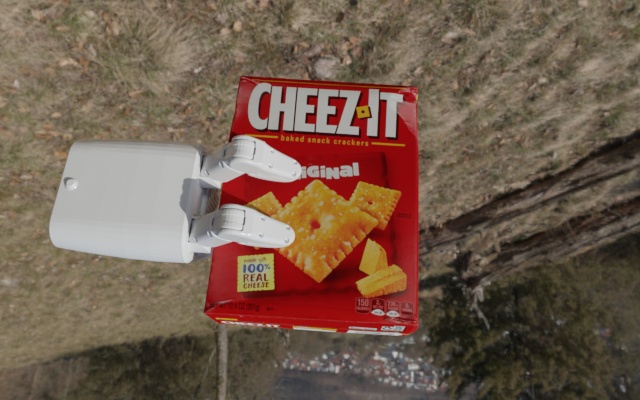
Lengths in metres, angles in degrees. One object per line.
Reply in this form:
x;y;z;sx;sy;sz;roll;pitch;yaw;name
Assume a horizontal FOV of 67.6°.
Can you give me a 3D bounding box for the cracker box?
0.000;0.002;0.414;0.164;0.213;0.072;4;-20;1;cracker box
